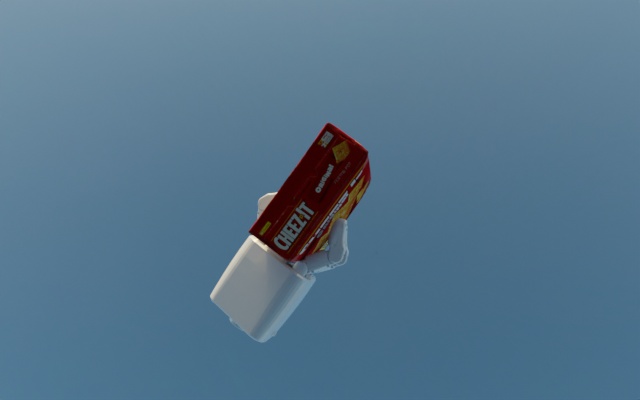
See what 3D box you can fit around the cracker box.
[{"bbox_3d":[0.000,0.002,0.663,0.072,0.164,0.214,35,-1,9],"label":"cracker box"}]
